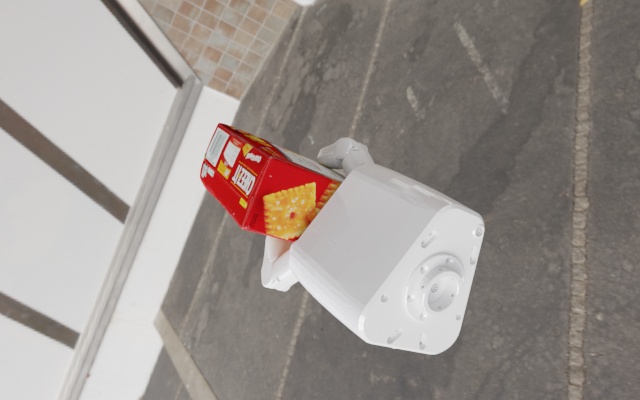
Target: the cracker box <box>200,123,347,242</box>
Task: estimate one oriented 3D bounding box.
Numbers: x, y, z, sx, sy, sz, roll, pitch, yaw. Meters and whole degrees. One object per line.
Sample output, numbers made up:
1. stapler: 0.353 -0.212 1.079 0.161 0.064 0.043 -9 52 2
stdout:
1. cracker box: 0.000 0.001 0.487 0.214 0.072 0.164 20 7 -31
